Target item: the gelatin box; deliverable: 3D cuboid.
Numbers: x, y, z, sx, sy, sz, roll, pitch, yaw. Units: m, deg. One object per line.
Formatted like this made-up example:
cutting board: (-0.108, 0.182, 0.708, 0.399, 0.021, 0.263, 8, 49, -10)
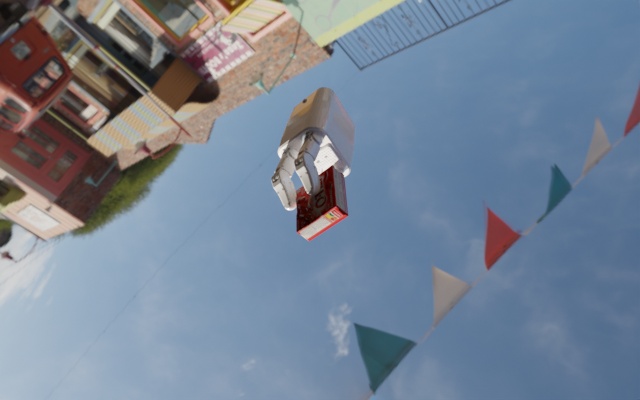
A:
gelatin box: (0.000, 0.003, 0.674, 0.073, 0.089, 0.030, -34, -53, 26)
